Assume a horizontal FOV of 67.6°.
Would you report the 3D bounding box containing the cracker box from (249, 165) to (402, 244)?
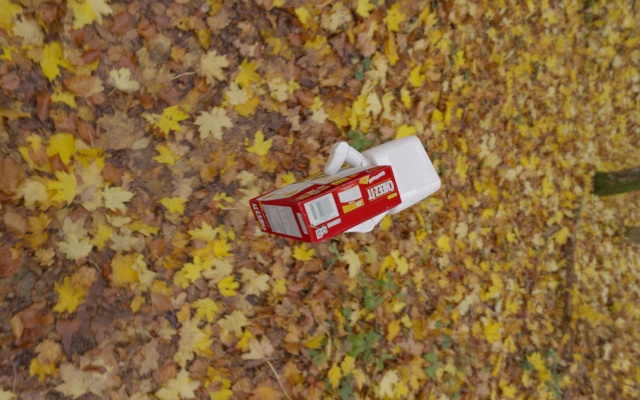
[{"bbox_3d":[0.000,0.002,0.771,0.164,0.072,0.213,-23,11,-25],"label":"cracker box"}]
